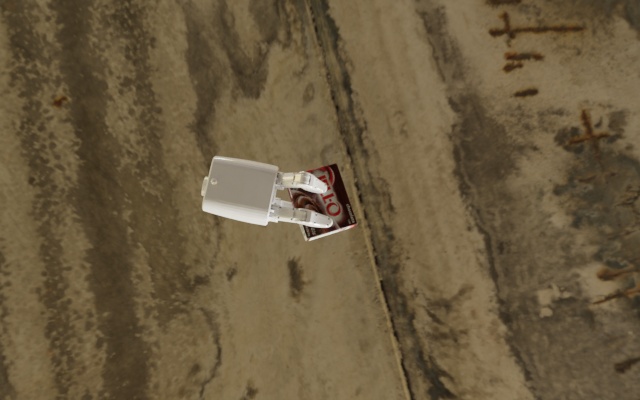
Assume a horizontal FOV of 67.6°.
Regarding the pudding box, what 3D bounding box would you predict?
[{"bbox_3d":[0.000,0.003,0.799,0.090,0.113,0.039,-16,-8,-13],"label":"pudding box"}]
